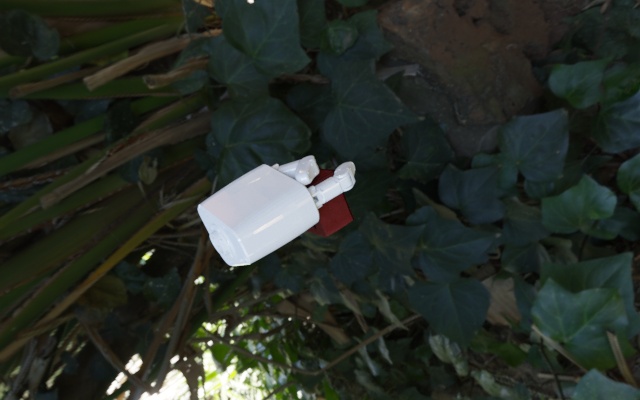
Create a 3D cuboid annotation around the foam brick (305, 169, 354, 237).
[{"bbox_3d":[0.000,0.002,0.646,0.051,0.078,0.053,-34,23,-26],"label":"foam brick"}]
